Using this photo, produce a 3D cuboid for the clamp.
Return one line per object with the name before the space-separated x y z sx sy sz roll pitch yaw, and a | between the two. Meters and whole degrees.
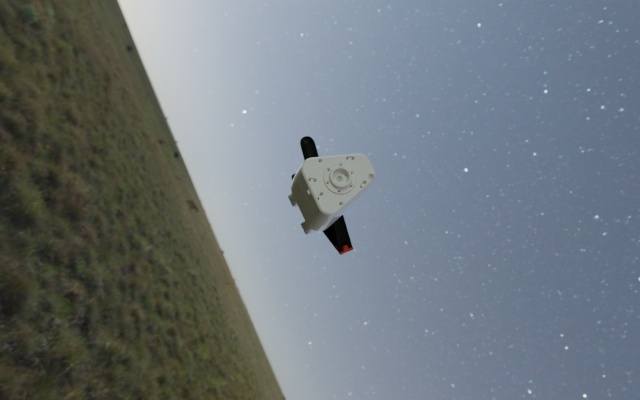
clamp | 0.001 0.003 0.883 0.036 0.210 0.164 -22 -10 -16
